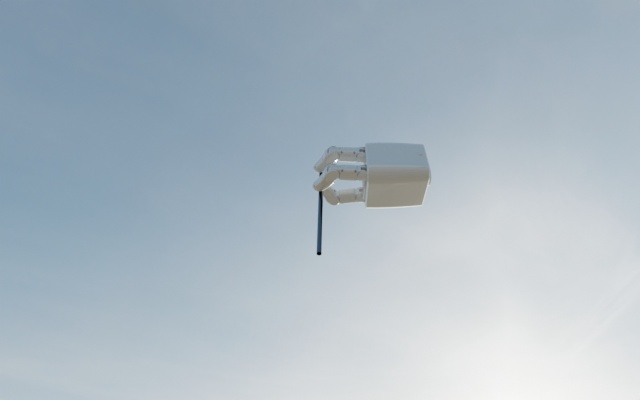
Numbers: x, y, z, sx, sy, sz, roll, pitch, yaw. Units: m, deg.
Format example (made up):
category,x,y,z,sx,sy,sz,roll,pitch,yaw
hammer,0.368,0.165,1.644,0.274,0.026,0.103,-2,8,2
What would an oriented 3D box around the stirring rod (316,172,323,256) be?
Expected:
category,x,y,z,sx,sy,sz,roll,pitch,yaw
stirring rod,0.000,0.003,0.809,0.011,0.011,0.239,0,40,1
